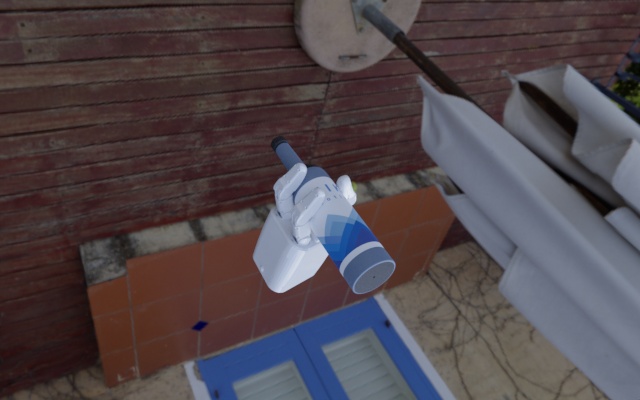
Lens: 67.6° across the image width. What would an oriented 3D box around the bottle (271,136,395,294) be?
[{"bbox_3d":[0.000,0.002,0.706,0.069,0.069,0.295,0,42,-40],"label":"bottle"}]
